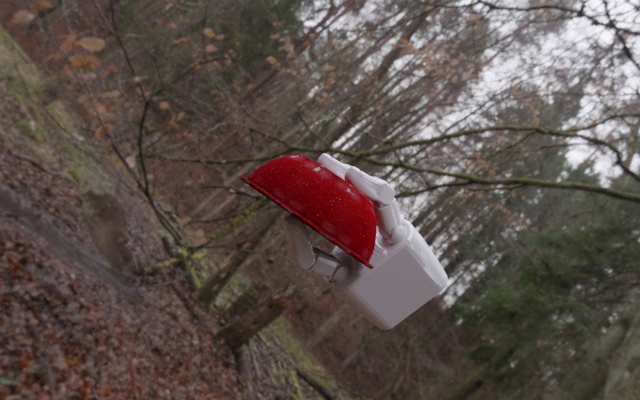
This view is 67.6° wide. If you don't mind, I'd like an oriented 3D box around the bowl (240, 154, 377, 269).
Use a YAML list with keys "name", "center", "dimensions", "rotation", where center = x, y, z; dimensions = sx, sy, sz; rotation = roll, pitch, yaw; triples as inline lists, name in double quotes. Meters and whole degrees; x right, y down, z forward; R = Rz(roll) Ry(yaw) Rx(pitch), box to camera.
- name: "bowl"
  center: [0.000, 0.001, 0.480]
  dimensions: [0.162, 0.055, 0.162]
  rotation: [34, -2, 2]
